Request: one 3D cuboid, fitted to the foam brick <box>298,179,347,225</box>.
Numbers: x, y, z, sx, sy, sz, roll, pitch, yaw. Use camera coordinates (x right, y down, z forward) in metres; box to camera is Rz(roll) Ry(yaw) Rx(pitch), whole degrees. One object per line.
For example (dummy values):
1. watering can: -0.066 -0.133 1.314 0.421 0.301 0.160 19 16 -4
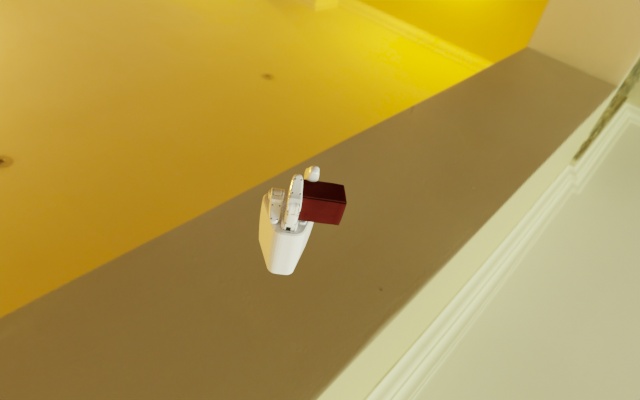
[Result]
1. foam brick: 0.000 0.003 0.814 0.078 0.051 0.053 8 37 -7
